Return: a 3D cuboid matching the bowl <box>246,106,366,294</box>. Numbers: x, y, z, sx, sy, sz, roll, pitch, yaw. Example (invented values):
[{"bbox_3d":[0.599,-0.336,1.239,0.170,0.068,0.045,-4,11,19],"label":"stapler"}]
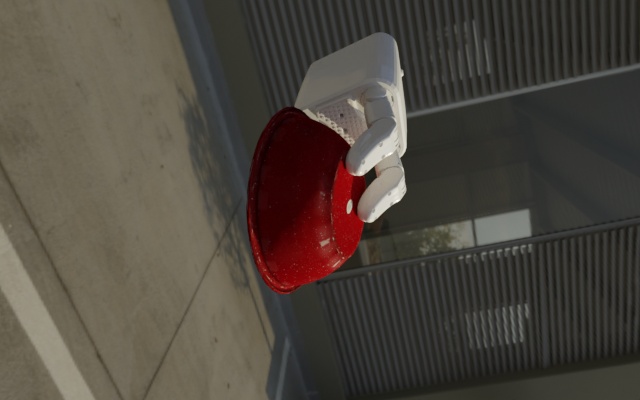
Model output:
[{"bbox_3d":[0.000,0.003,0.408,0.055,0.162,0.162,3,1,21],"label":"bowl"}]
